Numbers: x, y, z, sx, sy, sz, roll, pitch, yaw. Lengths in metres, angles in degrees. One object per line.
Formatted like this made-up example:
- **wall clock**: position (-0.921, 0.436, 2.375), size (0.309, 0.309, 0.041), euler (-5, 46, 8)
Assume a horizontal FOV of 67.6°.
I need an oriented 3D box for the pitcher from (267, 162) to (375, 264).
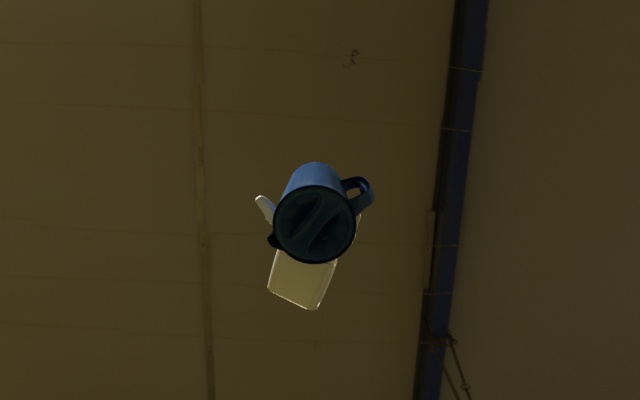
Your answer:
- **pitcher**: position (0.000, 0.003, 0.857), size (0.149, 0.145, 0.242), euler (17, 17, -5)
